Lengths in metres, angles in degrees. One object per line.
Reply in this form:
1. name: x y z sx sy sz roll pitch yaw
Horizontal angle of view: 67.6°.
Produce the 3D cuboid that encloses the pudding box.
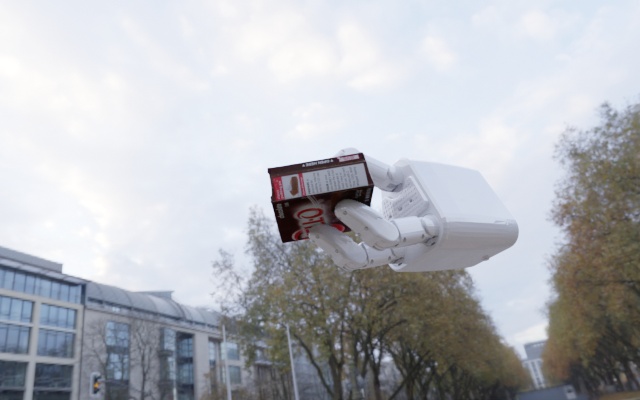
1. pudding box: 0.000 0.001 0.455 0.090 0.039 0.113 -11 -25 -3
